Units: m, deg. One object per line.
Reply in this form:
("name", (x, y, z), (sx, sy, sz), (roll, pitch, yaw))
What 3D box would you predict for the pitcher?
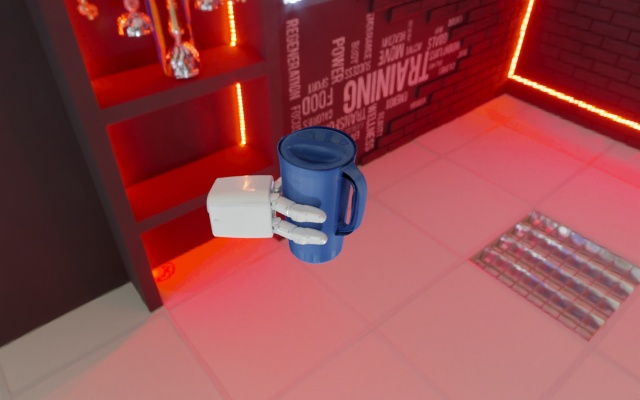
("pitcher", (0.000, 0.003, 0.861), (0.145, 0.243, 0.149), (-1, 40, -2))
